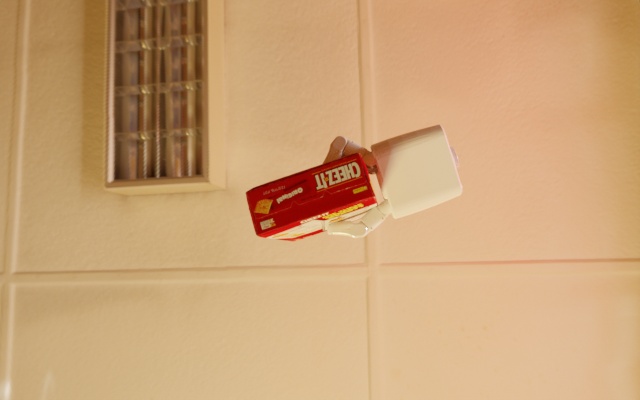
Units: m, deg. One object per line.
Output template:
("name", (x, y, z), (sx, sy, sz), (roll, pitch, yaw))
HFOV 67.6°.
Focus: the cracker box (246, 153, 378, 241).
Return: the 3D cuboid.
("cracker box", (0.000, 0.003, 0.717), (0.164, 0.072, 0.214), (-19, -9, 6))
